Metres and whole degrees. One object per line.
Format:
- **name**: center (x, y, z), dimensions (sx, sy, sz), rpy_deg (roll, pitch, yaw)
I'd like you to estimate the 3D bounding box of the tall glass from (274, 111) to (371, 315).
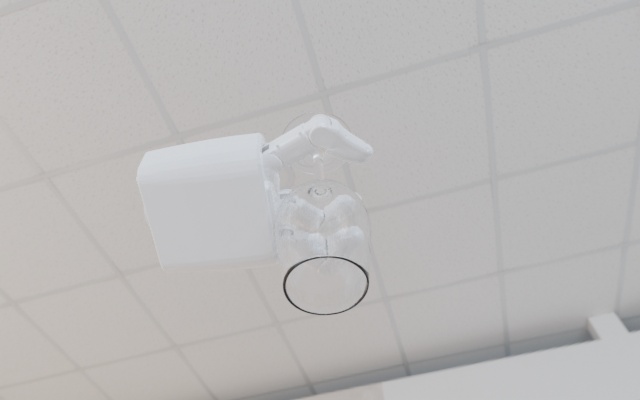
- **tall glass**: center (0.000, 0.001, 0.416), dimensions (0.079, 0.079, 0.201), rpy_deg (0, 37, -3)
